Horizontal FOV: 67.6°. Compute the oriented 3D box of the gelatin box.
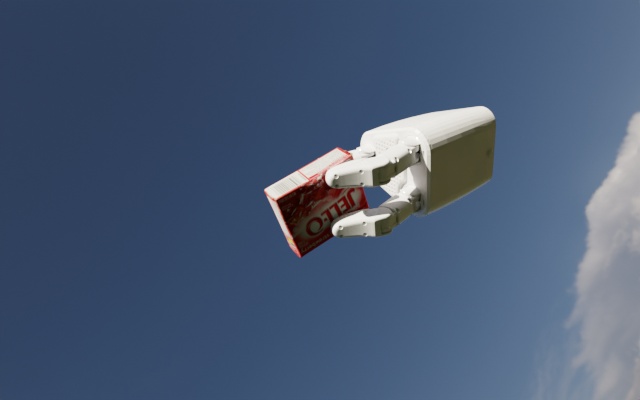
[{"bbox_3d":[0.000,0.002,0.466,0.089,0.073,0.030,-31,35,-15],"label":"gelatin box"}]
